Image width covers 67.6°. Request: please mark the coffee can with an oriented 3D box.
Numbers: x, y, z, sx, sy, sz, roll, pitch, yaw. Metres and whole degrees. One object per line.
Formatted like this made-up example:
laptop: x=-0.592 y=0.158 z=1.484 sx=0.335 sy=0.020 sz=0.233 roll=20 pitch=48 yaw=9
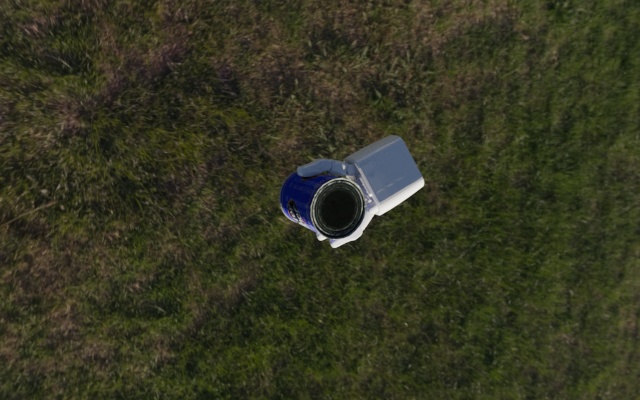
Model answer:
coffee can: x=0.000 y=0.003 z=0.830 sx=0.103 sy=0.103 sz=0.140 roll=0 pitch=9 yaw=-26
